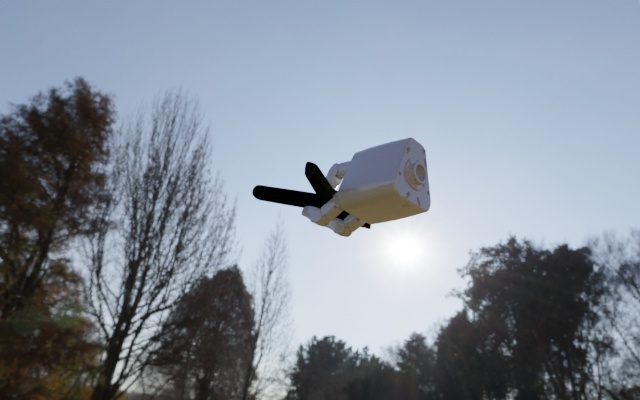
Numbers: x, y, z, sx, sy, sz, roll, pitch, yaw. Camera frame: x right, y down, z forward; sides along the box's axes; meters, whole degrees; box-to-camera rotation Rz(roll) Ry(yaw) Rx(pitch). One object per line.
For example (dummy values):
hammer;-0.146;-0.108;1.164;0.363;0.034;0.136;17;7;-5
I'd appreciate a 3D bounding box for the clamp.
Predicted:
clamp;0.001;0.002;0.804;0.210;0.036;0.164;28;-27;-38
